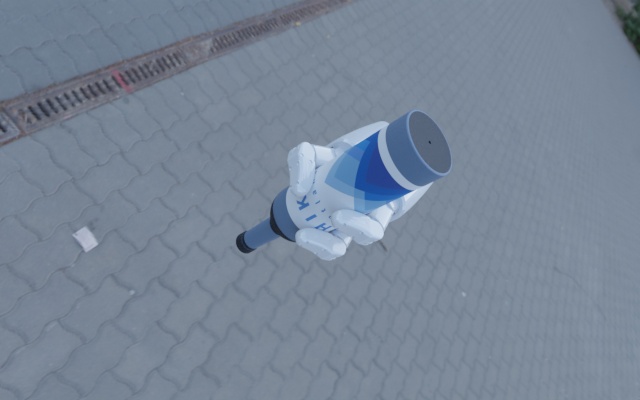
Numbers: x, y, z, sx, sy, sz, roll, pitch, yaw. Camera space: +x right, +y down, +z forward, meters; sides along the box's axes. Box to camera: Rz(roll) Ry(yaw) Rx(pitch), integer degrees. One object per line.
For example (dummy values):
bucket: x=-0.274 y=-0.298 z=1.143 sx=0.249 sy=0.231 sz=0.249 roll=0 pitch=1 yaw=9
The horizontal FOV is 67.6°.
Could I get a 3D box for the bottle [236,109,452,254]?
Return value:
bottle: x=0.000 y=0.002 z=0.522 sx=0.069 sy=0.069 sz=0.296 roll=0 pitch=-22 yaw=-46
